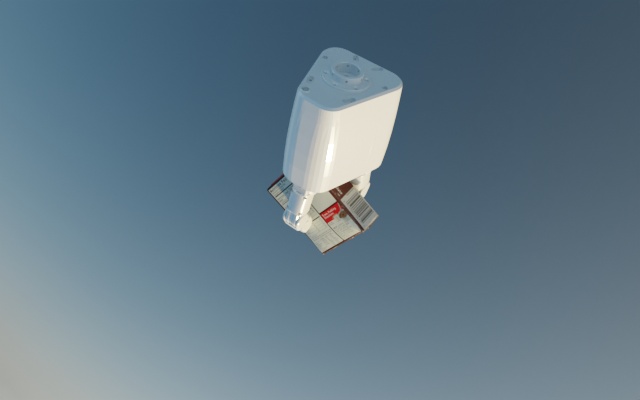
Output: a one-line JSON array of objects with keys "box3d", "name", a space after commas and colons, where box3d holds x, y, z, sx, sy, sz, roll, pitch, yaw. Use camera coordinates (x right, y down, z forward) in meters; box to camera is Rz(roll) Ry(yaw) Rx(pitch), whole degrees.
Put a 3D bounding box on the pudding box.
[{"box3d": [0.000, 0.002, 0.577, 0.039, 0.113, 0.090, -42, 5, -40], "name": "pudding box"}]
